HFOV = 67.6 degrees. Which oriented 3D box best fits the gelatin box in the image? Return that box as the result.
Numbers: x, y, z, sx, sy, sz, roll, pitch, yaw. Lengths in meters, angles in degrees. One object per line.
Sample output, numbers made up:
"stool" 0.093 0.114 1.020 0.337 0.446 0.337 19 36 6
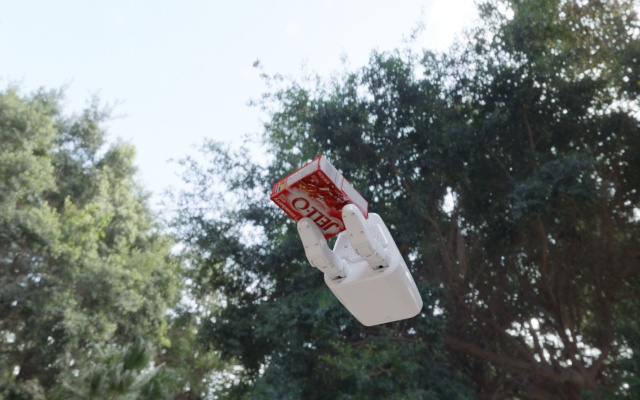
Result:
"gelatin box" 0.000 0.001 0.537 0.073 0.030 0.089 -29 -58 28
